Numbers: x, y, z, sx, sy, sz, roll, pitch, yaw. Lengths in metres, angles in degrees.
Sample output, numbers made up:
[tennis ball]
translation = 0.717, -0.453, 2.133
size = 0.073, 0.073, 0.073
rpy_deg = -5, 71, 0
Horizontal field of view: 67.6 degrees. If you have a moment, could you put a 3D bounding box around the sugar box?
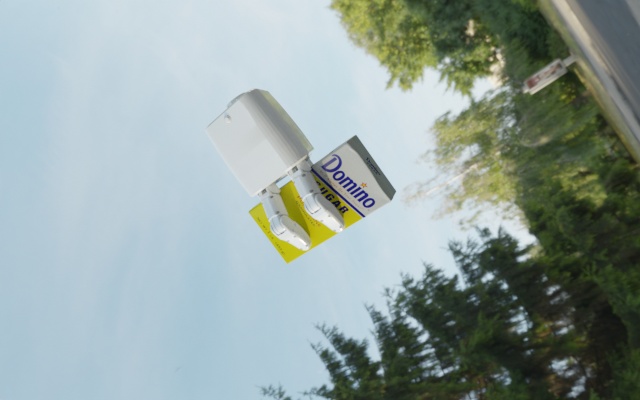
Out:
[sugar box]
translation = 0.000, 0.002, 0.625
size = 0.176, 0.093, 0.048
rpy_deg = -34, 7, 28
